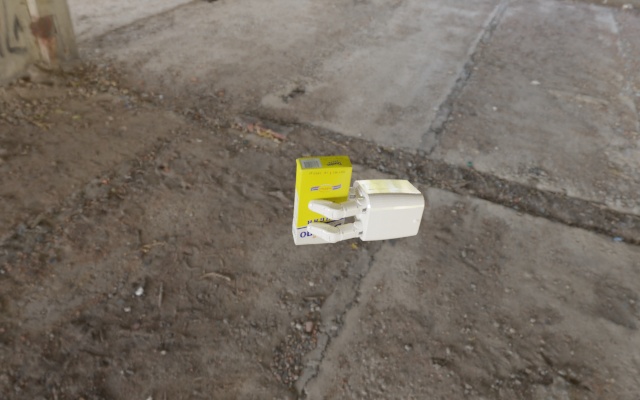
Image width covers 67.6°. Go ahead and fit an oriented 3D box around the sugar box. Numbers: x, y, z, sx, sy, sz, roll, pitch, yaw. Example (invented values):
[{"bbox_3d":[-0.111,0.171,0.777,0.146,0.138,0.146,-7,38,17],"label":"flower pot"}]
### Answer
[{"bbox_3d":[0.000,0.003,0.869,0.093,0.176,0.048,-4,37,-11],"label":"sugar box"}]
